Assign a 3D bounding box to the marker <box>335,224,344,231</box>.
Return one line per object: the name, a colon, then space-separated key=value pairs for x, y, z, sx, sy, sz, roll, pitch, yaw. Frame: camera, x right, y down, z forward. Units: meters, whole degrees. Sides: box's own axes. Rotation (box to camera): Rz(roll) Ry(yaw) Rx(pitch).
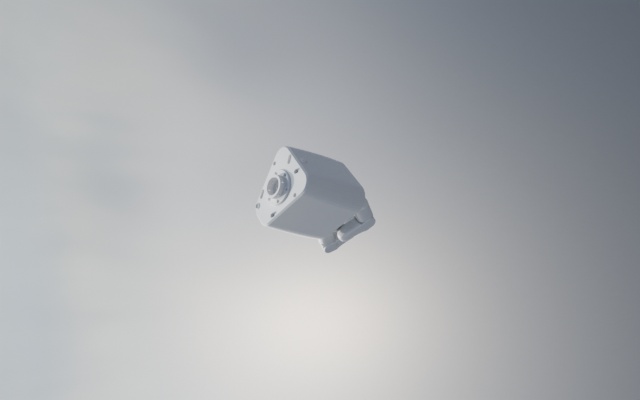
marker: x=0.000 y=0.002 z=0.743 sx=0.020 sy=0.020 sz=0.121 roll=0 pitch=37 yaw=-34
